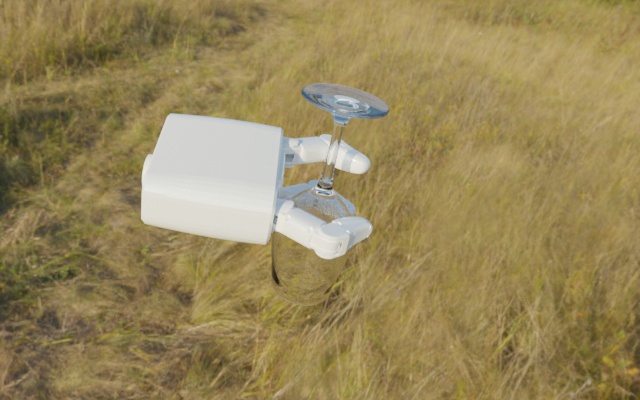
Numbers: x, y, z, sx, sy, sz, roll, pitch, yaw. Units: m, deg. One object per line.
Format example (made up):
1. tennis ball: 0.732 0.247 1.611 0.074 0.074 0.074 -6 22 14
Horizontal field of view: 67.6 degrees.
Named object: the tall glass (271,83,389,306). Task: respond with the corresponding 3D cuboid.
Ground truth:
1. tall glass: 0.000 0.001 0.439 0.079 0.201 0.079 10 29 -6
